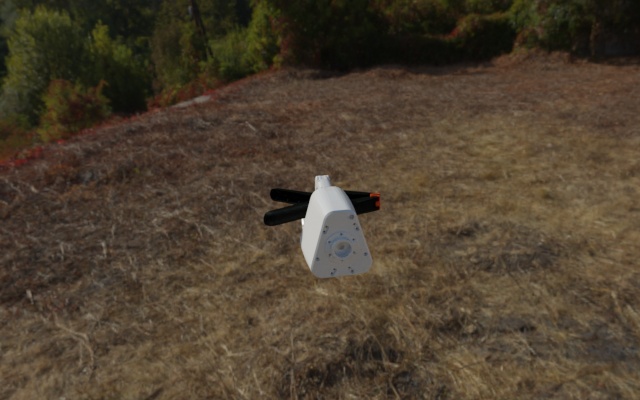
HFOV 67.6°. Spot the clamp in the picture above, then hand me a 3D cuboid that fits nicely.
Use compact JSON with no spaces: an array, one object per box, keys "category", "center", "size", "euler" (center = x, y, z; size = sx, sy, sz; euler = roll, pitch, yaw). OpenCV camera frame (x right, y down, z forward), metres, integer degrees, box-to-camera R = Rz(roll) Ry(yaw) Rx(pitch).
[{"category":"clamp","center":[0.001,0.002,0.858],"size":[0.210,0.036,0.164],"euler":[-4,18,-8]}]
